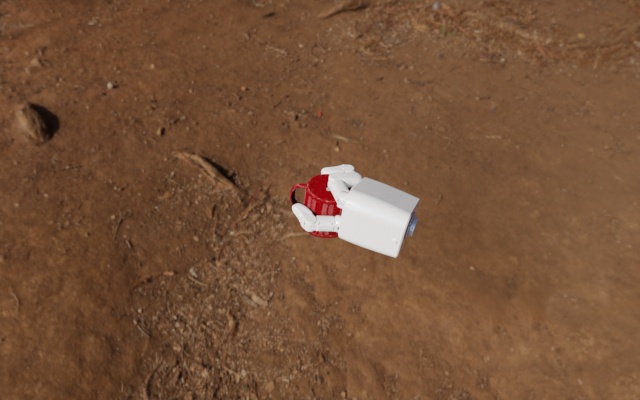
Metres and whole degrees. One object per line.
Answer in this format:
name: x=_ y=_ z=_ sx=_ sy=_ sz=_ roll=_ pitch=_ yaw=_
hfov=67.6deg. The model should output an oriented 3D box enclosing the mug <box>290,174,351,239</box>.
mug: x=-0.001 y=0.002 z=0.854 sx=0.117 sy=0.082 sz=0.093 roll=20 pitch=42 yaw=13
